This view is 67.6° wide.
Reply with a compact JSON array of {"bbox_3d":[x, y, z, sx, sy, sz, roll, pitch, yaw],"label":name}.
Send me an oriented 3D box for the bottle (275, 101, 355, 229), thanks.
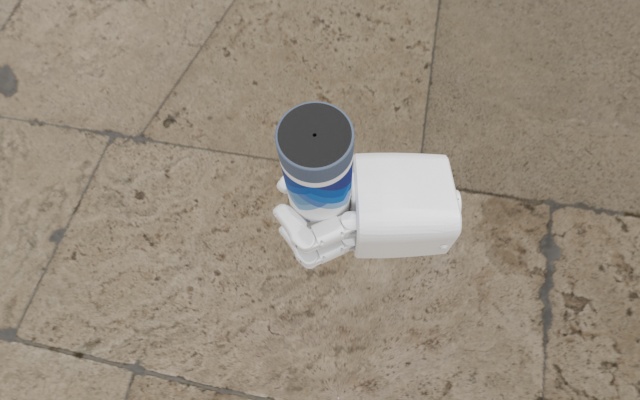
[{"bbox_3d":[0.000,0.002,0.530,0.069,0.069,0.296,0,-22,2],"label":"bottle"}]
